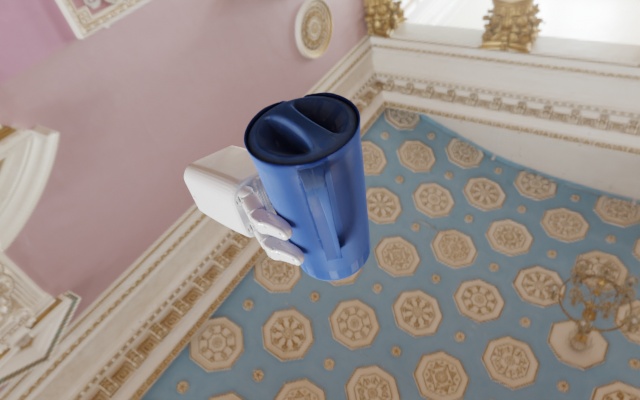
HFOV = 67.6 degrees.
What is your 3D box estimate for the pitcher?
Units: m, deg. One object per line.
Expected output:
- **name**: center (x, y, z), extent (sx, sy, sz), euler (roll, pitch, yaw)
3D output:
- **pitcher**: center (0.000, 0.002, 0.607), extent (0.145, 0.243, 0.149), euler (20, 54, 30)
